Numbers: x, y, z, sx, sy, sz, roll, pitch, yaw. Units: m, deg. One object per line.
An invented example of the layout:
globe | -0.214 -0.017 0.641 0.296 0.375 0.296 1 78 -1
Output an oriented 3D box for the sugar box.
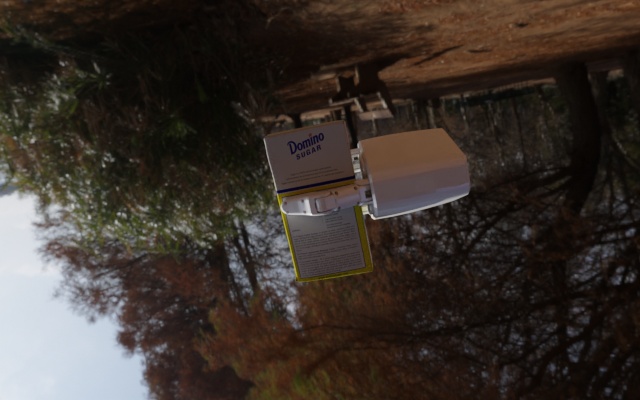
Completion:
sugar box | 0.000 0.002 0.554 0.093 0.176 0.048 -10 10 6
